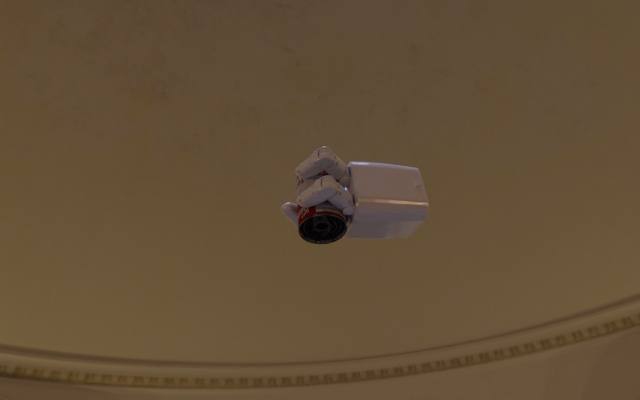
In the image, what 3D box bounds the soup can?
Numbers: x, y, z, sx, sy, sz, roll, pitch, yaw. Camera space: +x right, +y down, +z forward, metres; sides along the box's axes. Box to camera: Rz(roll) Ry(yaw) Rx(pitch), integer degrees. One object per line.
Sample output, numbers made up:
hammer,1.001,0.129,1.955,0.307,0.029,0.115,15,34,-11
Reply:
soup can,0.000,0.002,0.690,0.068,0.102,0.069,-3,-40,-2
